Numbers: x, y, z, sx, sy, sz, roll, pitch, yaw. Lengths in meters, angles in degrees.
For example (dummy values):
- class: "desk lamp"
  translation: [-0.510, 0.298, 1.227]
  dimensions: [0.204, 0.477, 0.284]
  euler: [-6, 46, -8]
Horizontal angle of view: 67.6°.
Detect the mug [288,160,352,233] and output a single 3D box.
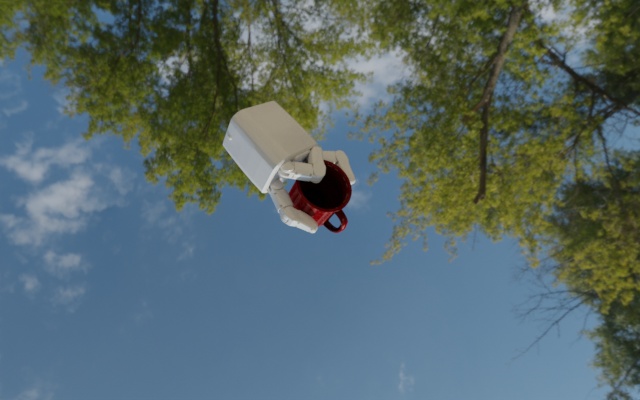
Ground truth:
- class: "mug"
  translation: [0.001, 0.004, 0.772]
  dimensions: [0.093, 0.117, 0.081]
  euler: [-35, -9, -33]
